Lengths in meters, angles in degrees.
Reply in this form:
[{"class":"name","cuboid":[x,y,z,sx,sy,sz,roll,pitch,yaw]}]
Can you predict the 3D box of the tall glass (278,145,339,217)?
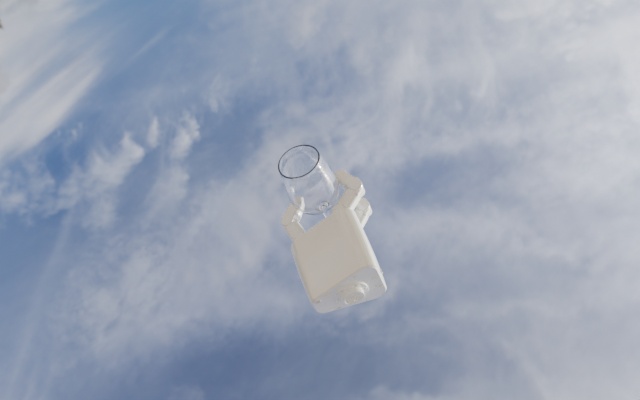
[{"class":"tall glass","cuboid":[0.000,0.003,0.739,0.079,0.079,0.201,0,-35,23]}]
